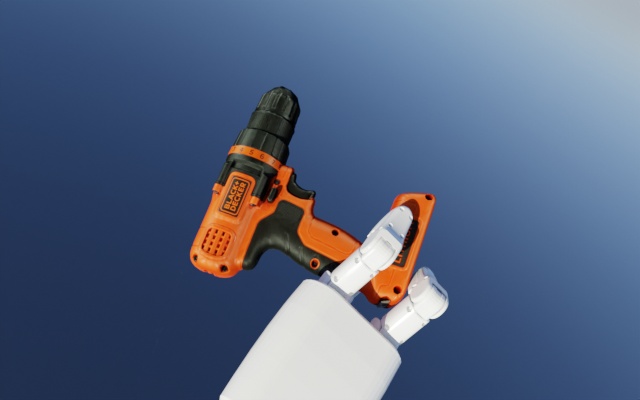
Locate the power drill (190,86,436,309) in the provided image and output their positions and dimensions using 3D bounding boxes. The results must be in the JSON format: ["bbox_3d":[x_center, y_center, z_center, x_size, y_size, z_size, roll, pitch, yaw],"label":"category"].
[{"bbox_3d":[0.000,0.002,0.424,0.187,0.184,0.057,19,-13,7],"label":"power drill"}]
